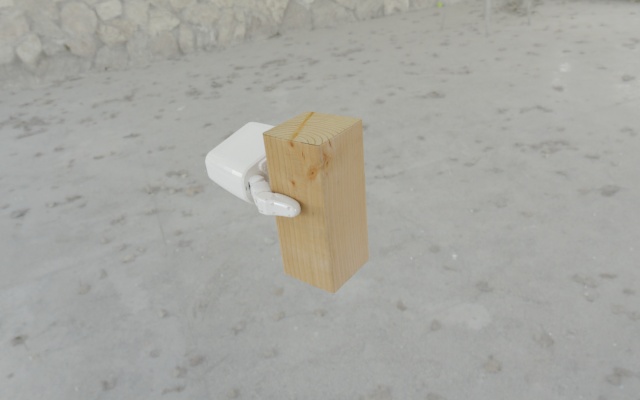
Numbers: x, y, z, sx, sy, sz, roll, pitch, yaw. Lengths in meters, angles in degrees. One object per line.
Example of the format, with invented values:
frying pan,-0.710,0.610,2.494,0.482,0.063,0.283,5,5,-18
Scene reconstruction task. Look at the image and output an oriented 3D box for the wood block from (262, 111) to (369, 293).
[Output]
wood block,0.000,0.002,0.616,0.090,0.206,0.090,16,36,35
